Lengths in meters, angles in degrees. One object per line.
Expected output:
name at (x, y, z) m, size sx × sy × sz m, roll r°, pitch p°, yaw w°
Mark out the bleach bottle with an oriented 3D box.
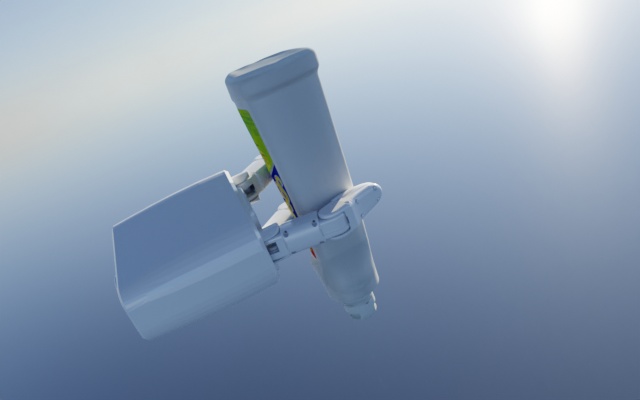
bleach bottle at (0.000, 0.001, 0.413) m, size 0.068 × 0.251 × 0.102 m, roll -26°, pitch 21°, yaw -9°
